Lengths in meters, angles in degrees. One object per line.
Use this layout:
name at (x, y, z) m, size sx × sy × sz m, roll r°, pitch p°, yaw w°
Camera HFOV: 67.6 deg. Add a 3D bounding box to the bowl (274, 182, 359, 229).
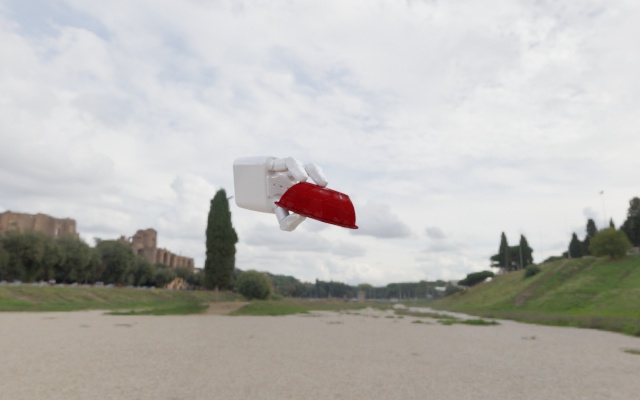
bowl at (0.001, 0.003, 0.872) m, size 0.162 × 0.055 × 0.162 m, roll 17°, pitch 3°, yaw -1°
